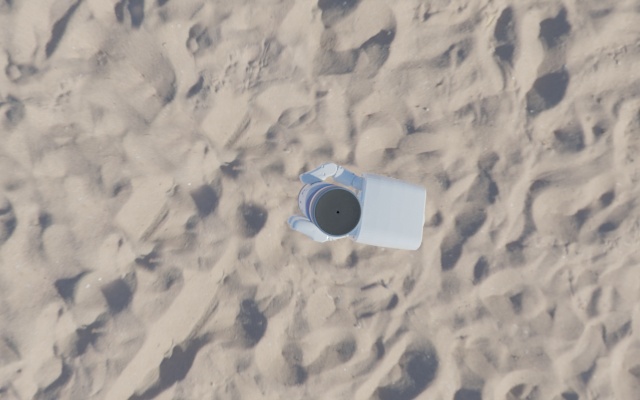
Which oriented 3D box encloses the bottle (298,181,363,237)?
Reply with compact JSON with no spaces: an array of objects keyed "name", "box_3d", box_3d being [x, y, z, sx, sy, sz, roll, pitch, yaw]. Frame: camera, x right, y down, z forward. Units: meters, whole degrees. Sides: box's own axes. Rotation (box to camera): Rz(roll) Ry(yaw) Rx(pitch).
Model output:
[{"name":"bottle","box_3d":[0.000,0.002,0.767,0.069,0.069,0.295,0,5,-9]}]
